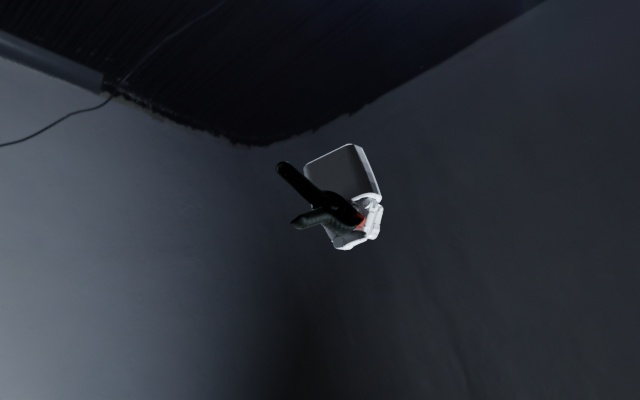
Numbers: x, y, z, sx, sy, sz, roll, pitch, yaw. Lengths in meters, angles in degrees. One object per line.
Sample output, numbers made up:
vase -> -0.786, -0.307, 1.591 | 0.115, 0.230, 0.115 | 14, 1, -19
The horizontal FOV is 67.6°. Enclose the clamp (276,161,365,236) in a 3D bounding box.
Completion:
clamp -> 0.001, 0.002, 0.733 | 0.039, 0.120, 0.171 | -33, -30, 27
